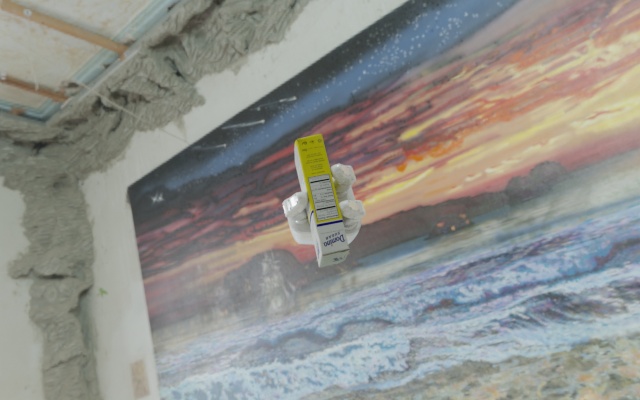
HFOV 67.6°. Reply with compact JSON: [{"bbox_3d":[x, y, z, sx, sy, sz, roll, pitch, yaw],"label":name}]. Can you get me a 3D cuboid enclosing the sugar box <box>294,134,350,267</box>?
[{"bbox_3d":[0.001,0.002,0.700,0.048,0.176,0.093,-14,-16,-7],"label":"sugar box"}]
